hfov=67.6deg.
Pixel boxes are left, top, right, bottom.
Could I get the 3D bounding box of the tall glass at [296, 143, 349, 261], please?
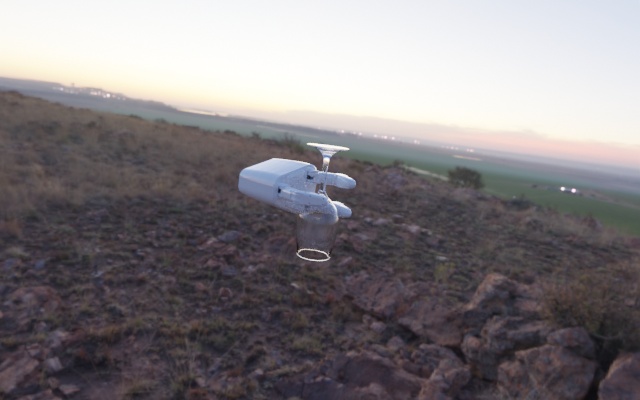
[{"bbox_3d":[0.000,0.002,0.851,0.079,0.201,0.079,7,9,-1],"label":"tall glass"}]
